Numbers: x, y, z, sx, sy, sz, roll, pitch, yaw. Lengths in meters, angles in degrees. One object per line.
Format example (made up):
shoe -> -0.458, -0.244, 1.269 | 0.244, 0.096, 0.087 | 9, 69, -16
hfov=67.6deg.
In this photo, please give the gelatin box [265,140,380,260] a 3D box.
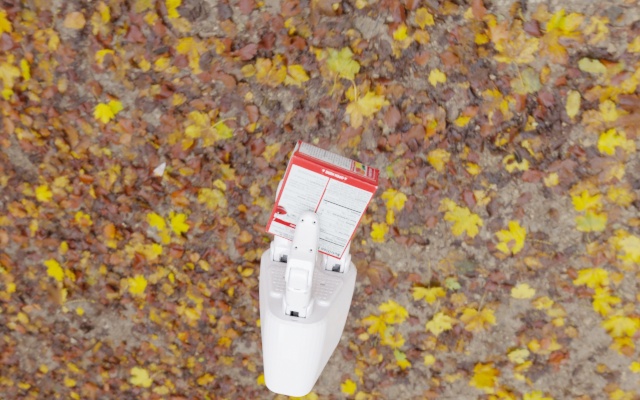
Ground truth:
gelatin box -> 0.000, 0.001, 0.409 | 0.073, 0.089, 0.030 | 20, 36, -4
